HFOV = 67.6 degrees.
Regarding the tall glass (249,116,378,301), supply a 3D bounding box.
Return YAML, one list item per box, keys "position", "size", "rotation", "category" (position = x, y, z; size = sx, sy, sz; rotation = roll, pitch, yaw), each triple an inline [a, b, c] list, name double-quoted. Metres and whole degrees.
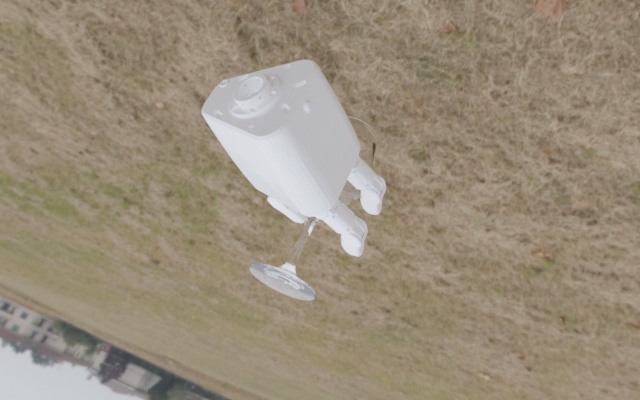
- position: [0.000, 0.002, 0.521]
  size: [0.079, 0.201, 0.079]
  rotation: [21, -26, 11]
  category: "tall glass"
